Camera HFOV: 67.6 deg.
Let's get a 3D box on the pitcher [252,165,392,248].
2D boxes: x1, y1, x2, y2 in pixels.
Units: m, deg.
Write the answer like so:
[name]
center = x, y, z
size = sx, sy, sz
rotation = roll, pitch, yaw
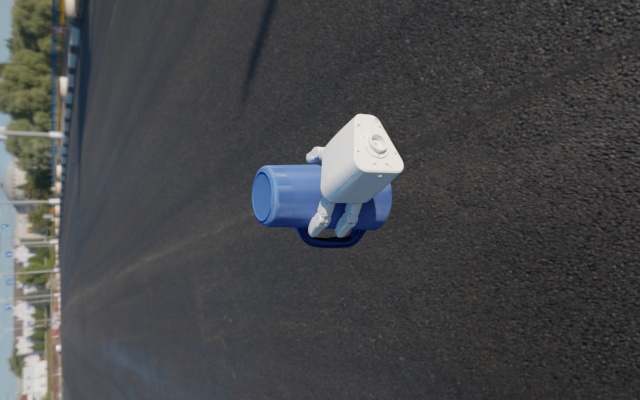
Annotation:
[pitcher]
center = 0.000, 0.003, 0.893
size = 0.243, 0.149, 0.145
rotation = 0, -23, -30
